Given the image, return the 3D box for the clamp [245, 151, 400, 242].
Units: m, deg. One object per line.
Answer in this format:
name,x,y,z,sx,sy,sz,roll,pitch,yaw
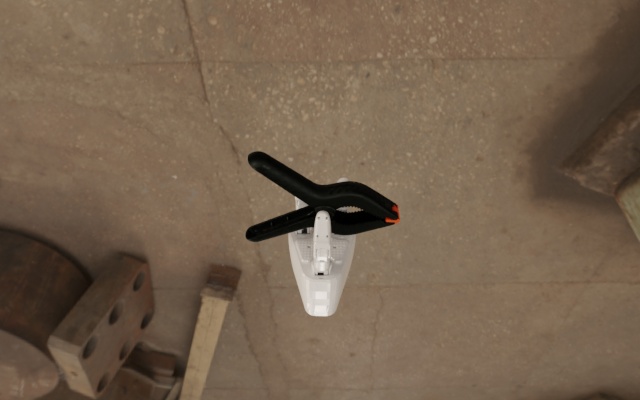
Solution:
clamp,0.001,0.003,0.618,0.210,0.036,0.165,1,-40,0
